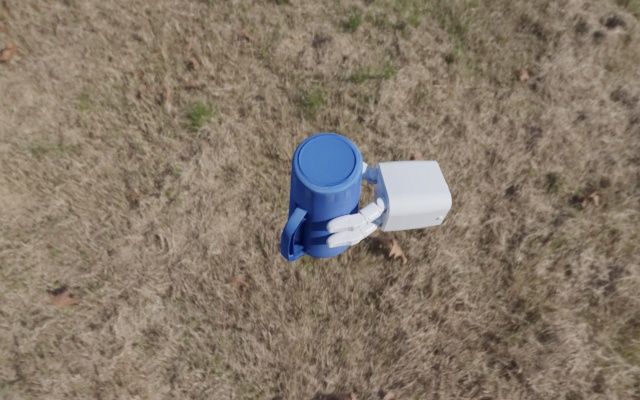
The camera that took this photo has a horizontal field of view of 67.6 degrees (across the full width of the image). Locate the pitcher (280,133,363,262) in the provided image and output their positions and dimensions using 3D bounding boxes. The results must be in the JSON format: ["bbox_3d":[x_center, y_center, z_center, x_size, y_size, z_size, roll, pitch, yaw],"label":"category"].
[{"bbox_3d":[0.000,0.003,0.811,0.145,0.149,0.243,-3,-27,-3],"label":"pitcher"}]
